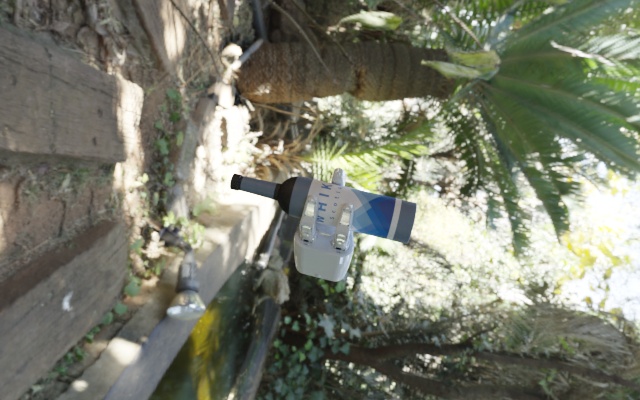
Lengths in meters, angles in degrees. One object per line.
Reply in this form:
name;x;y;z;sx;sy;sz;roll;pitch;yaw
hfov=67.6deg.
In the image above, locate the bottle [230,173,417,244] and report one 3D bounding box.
bottle;0.000;0.002;0.761;0.296;0.069;0.069;13;1;5
